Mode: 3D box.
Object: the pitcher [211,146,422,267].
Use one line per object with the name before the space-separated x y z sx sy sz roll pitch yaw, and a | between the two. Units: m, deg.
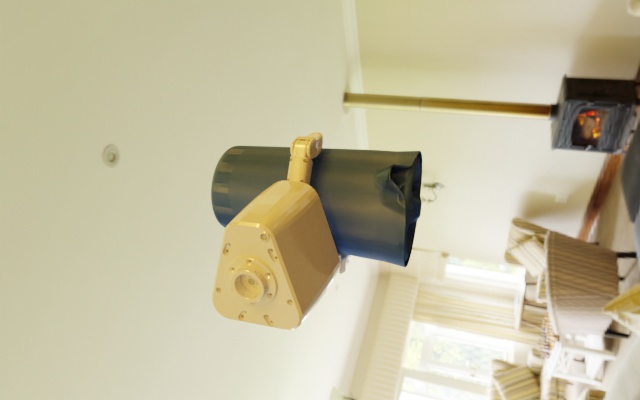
pitcher | 0.000 0.002 0.585 0.243 0.149 0.145 7 22 17
